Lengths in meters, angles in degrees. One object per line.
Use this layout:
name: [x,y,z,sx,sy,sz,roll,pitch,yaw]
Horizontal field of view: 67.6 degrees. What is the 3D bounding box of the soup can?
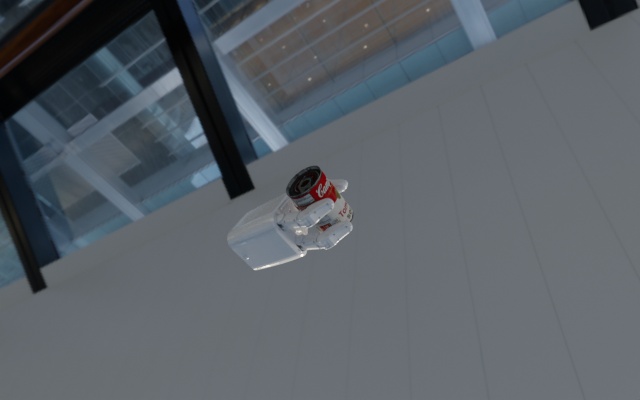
soup can: [0.001,0.003,0.781,0.068,0.068,0.102,0,-42,48]
